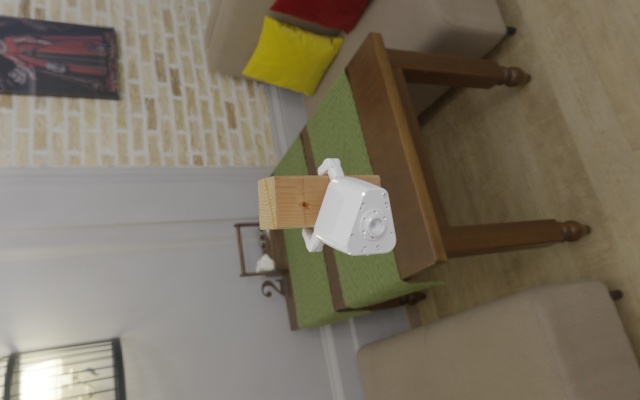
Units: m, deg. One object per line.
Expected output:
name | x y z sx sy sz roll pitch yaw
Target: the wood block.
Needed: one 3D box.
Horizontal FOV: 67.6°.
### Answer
wood block | 0.000 0.003 0.866 0.206 0.091 0.090 -1 -3 -26
